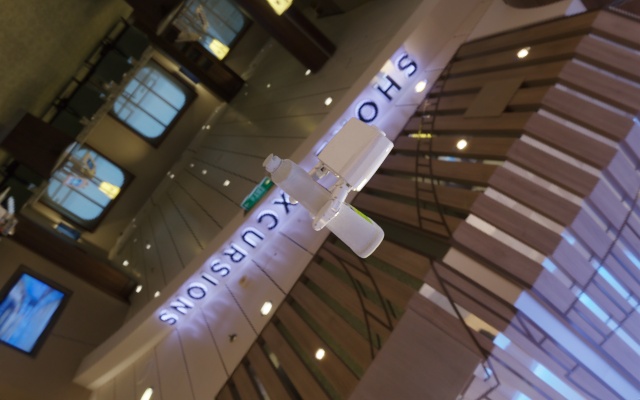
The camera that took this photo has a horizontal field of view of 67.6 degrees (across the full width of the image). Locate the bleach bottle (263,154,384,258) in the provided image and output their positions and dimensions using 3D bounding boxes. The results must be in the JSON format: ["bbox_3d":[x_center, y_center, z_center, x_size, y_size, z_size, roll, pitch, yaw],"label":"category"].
[{"bbox_3d":[0.000,0.003,0.881,0.251,0.068,0.102,38,4,-22],"label":"bleach bottle"}]
